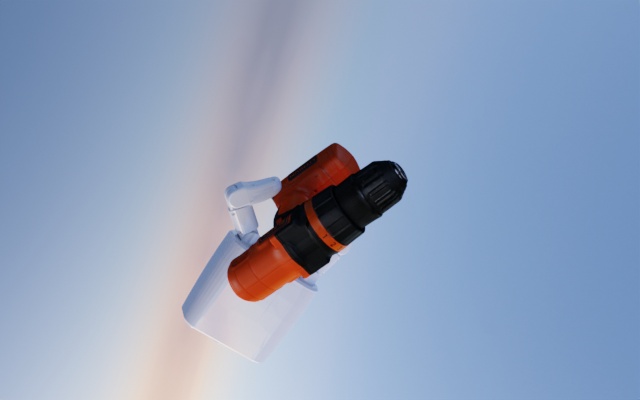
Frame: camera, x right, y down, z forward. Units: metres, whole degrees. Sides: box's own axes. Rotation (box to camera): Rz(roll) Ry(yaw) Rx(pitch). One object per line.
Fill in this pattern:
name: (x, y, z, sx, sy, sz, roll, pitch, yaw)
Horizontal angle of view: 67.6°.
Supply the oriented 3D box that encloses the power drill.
power drill: (0.000, 0.002, 0.473, 0.184, 0.057, 0.187, -35, 13, 17)
